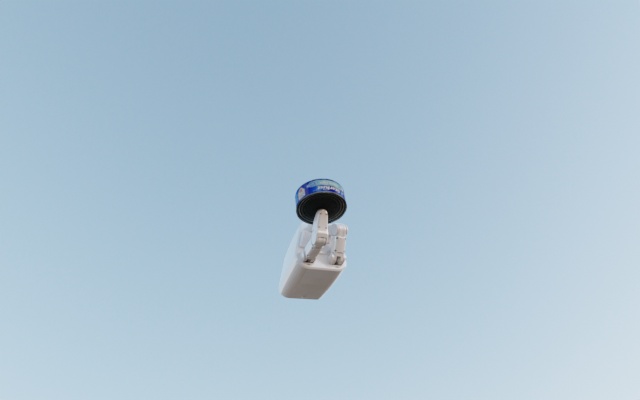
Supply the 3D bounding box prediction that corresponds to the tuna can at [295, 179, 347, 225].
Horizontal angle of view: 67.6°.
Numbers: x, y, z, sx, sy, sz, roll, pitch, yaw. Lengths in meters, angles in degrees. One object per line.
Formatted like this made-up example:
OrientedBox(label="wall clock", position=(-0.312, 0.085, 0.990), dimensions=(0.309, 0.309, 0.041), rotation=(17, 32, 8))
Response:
OrientedBox(label="tuna can", position=(0.000, 0.002, 0.804), dimensions=(0.086, 0.033, 0.086), rotation=(-5, -40, -4))
